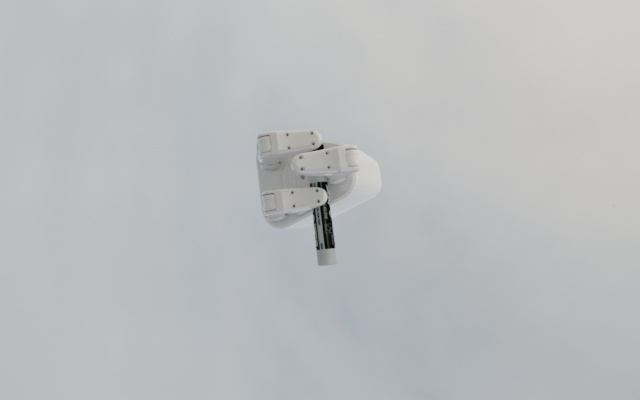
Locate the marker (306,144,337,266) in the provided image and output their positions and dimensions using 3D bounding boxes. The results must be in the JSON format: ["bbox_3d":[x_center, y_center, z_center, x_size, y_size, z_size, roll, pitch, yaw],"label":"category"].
[{"bbox_3d":[0.000,0.001,0.459,0.020,0.121,0.020,-7,-5,-1],"label":"marker"}]
